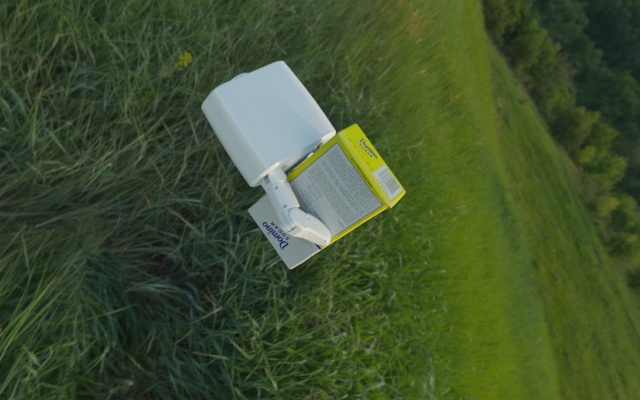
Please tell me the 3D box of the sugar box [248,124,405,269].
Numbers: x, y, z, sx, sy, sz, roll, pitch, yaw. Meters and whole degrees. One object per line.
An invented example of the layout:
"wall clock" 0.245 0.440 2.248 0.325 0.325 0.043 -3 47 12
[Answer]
"sugar box" 0.000 0.001 0.542 0.176 0.093 0.048 -36 -1 43
